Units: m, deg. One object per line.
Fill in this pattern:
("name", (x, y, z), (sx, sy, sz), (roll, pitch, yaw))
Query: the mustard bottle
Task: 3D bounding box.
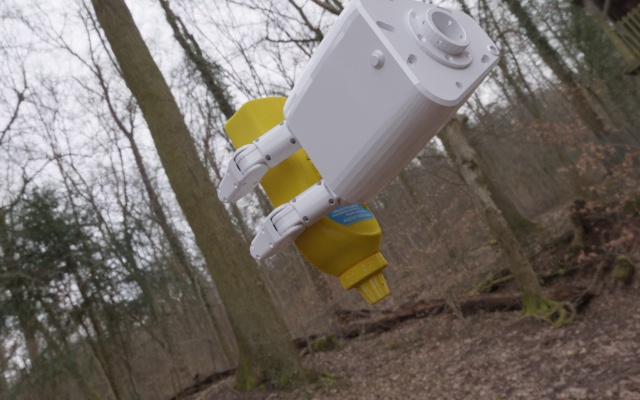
("mustard bottle", (0.000, 0.001, 0.408), (0.058, 0.191, 0.096), (-40, -16, 26))
